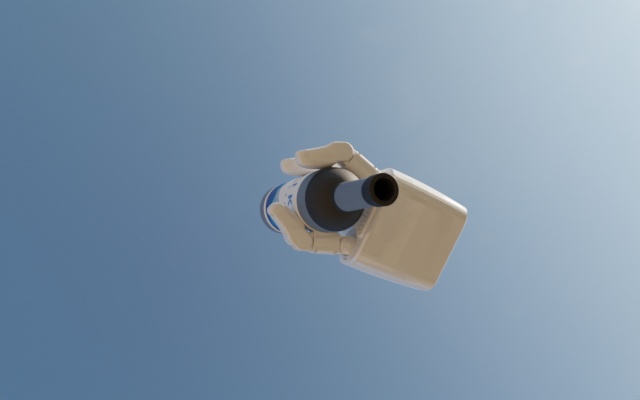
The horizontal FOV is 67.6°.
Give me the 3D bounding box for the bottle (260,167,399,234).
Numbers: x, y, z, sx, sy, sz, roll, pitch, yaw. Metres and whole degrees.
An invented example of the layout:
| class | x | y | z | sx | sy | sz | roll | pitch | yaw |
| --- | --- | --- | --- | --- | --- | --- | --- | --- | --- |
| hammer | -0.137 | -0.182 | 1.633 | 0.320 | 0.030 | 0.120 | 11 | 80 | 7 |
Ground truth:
| class | x | y | z | sx | sy | sz | roll | pitch | yaw |
| --- | --- | --- | --- | --- | --- | --- | --- | --- | --- |
| bottle | 0.000 | 0.002 | 0.518 | 0.069 | 0.069 | 0.296 | 0 | -4 | -20 |
